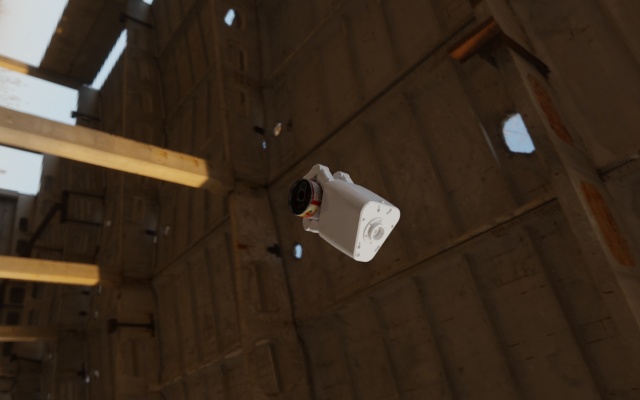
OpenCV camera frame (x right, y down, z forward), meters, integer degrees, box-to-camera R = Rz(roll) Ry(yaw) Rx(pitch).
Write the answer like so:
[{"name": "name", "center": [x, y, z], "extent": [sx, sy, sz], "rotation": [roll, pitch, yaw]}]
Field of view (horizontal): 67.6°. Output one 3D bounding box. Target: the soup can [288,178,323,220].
[{"name": "soup can", "center": [0.000, 0.003, 0.886], "extent": [0.102, 0.068, 0.068], "rotation": [14, -9, -39]}]
